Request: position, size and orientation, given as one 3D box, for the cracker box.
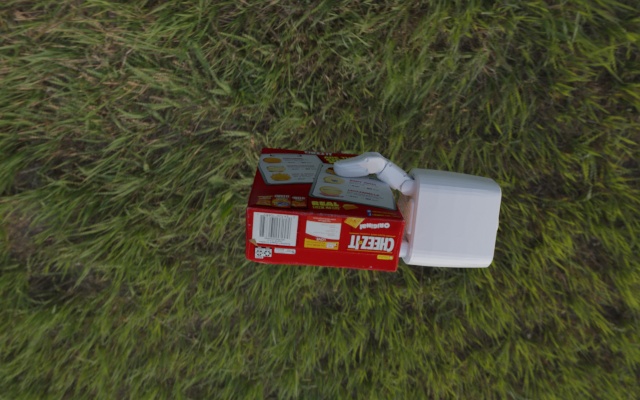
[{"bbox_3d":[0.000,0.002,0.586,0.164,0.072,0.213,4,22,-4],"label":"cracker box"}]
